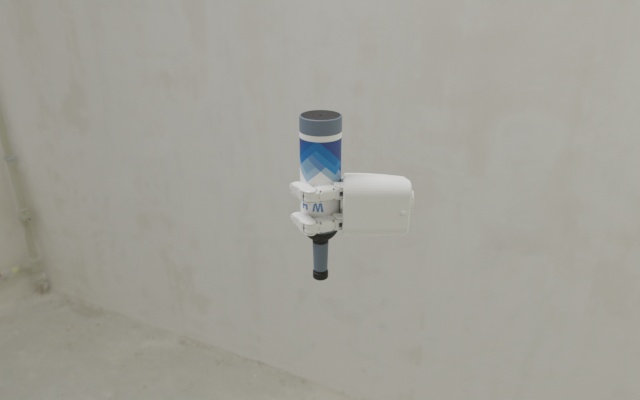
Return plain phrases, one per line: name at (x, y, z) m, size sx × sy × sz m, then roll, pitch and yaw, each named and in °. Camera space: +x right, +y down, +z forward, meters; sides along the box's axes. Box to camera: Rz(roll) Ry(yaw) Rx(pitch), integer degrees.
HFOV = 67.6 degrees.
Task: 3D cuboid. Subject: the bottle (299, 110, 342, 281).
bottle at (0.000, 0.002, 0.794) m, size 0.069 × 0.296 × 0.069 m, roll 0°, pitch 25°, yaw 0°
